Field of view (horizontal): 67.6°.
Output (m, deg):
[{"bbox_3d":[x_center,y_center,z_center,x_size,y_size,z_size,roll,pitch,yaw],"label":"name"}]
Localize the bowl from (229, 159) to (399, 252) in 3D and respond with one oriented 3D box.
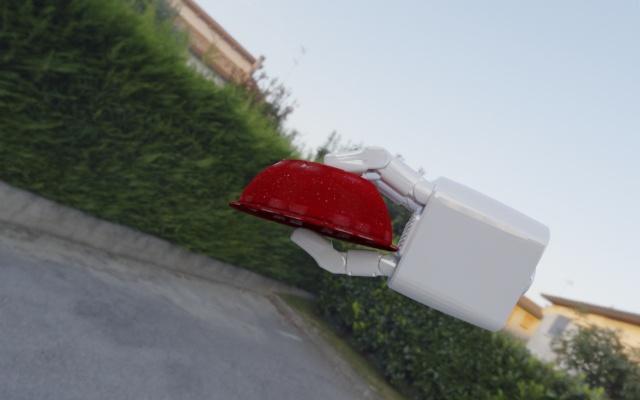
[{"bbox_3d":[-0.001,0.001,0.445,0.162,0.055,0.162,15,-6,2],"label":"bowl"}]
